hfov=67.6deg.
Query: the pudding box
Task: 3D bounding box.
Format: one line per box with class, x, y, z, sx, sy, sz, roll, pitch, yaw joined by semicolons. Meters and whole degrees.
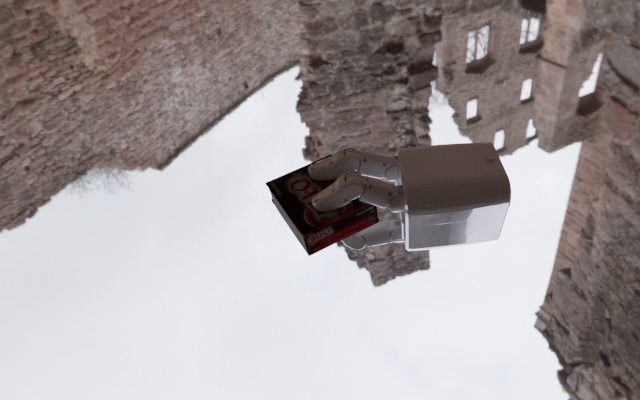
pudding box;0.000;0.002;0.545;0.090;0.039;0.113;-24;39;-15
